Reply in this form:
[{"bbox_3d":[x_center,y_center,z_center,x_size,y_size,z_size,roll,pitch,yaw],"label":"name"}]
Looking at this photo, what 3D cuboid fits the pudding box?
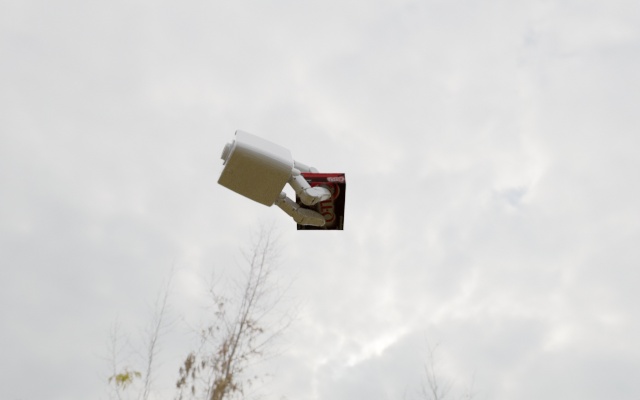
[{"bbox_3d":[0.000,0.003,0.870,0.090,0.114,0.039,1,39,0],"label":"pudding box"}]
